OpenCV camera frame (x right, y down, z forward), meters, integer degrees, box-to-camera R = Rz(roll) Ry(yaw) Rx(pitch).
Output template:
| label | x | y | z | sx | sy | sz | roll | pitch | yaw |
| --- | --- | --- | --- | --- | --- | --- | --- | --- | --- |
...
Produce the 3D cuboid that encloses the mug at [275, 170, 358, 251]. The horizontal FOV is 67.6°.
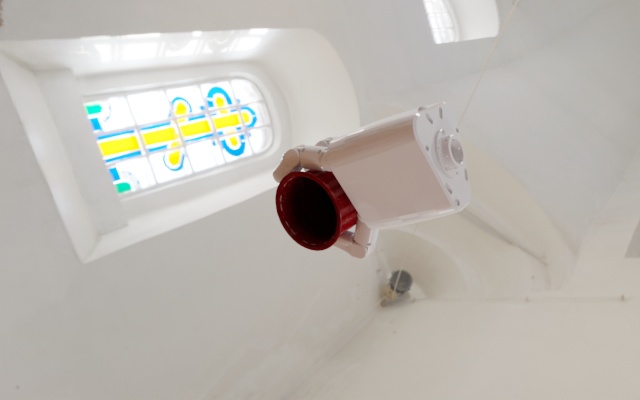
| label | x | y | z | sx | sy | sz | roll | pitch | yaw |
| --- | --- | --- | --- | --- | --- | --- | --- | --- | --- |
| mug | -0.001 | 0.002 | 0.562 | 0.117 | 0.093 | 0.081 | -12 | 11 | 42 |
